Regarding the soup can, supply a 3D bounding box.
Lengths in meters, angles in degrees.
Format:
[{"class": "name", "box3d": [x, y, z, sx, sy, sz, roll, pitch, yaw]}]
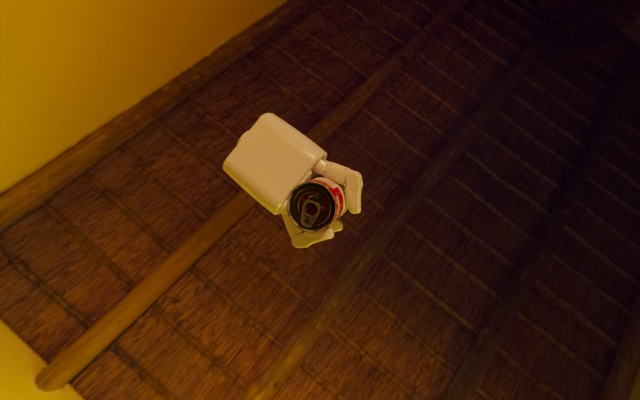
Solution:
[{"class": "soup can", "box3d": [0.001, 0.002, 0.677, 0.068, 0.068, 0.102, 0, 8, 15]}]
